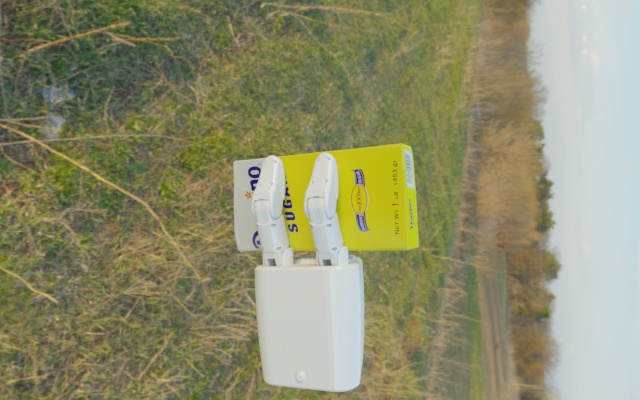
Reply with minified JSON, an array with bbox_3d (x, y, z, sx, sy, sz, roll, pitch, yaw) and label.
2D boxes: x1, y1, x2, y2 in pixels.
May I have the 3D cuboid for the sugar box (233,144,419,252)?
[{"bbox_3d":[0.000,0.002,0.452,0.176,0.093,0.048,-4,-3,23],"label":"sugar box"}]
